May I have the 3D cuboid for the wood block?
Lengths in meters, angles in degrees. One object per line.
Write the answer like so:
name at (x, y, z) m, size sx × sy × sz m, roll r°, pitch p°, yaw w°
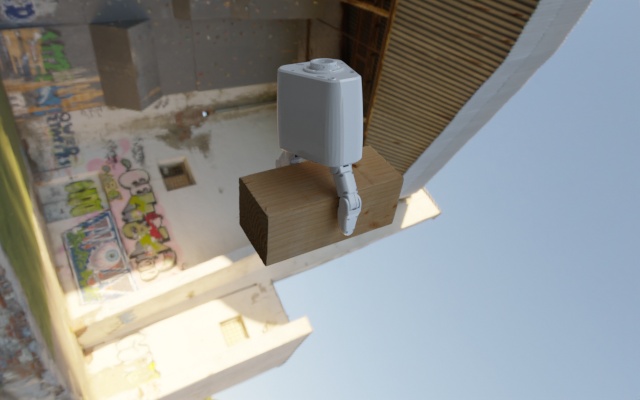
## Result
wood block at (0.000, 0.002, 0.661) m, size 0.206 × 0.090 × 0.090 m, roll -16°, pitch 45°, yaw -26°
